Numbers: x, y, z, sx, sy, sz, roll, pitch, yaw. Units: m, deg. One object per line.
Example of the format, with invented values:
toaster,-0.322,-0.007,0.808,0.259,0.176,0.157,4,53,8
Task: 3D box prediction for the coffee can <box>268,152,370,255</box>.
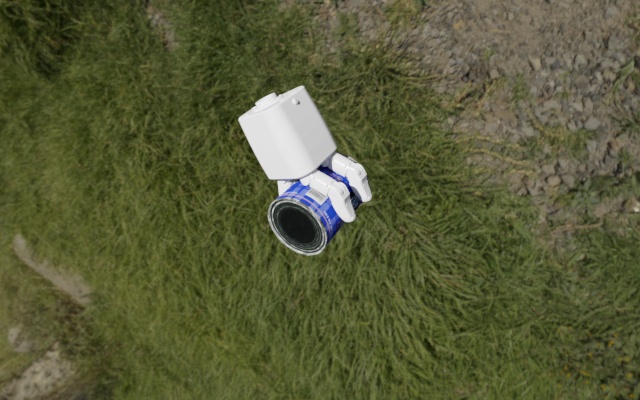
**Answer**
coffee can,0.000,0.003,0.743,0.103,0.103,0.140,0,33,37
